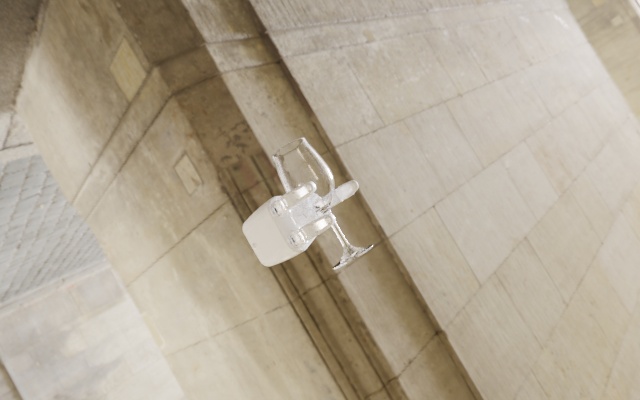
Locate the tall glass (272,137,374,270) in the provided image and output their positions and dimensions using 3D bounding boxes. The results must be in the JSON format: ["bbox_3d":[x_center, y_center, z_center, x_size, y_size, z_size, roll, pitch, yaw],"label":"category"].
[{"bbox_3d":[0.001,0.003,0.745,0.079,0.201,0.079,-30,-3,-2],"label":"tall glass"}]
